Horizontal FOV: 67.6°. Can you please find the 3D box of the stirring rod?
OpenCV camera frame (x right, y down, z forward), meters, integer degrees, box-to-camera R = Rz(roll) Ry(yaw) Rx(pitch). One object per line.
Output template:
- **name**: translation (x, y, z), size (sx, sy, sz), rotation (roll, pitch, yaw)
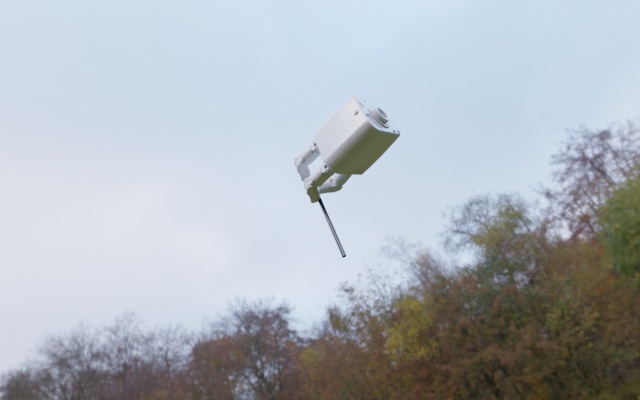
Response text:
- **stirring rod**: translation (0.000, 0.003, 0.870), size (0.011, 0.239, 0.011), rotation (-16, -35, -11)
